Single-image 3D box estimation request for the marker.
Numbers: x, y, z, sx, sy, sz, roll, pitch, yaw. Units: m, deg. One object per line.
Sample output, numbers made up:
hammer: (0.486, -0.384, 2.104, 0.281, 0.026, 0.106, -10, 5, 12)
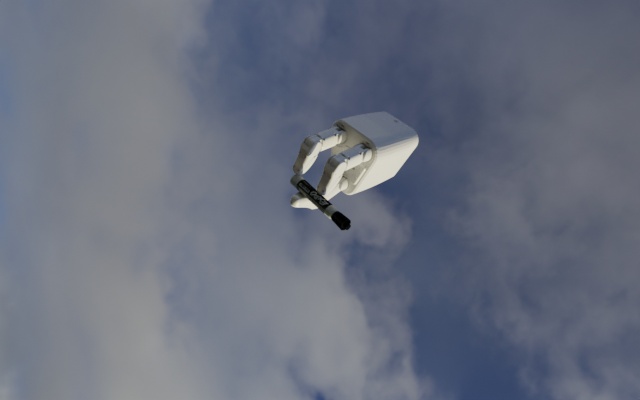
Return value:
marker: (0.000, 0.002, 0.680, 0.020, 0.020, 0.121, 0, 35, -51)
